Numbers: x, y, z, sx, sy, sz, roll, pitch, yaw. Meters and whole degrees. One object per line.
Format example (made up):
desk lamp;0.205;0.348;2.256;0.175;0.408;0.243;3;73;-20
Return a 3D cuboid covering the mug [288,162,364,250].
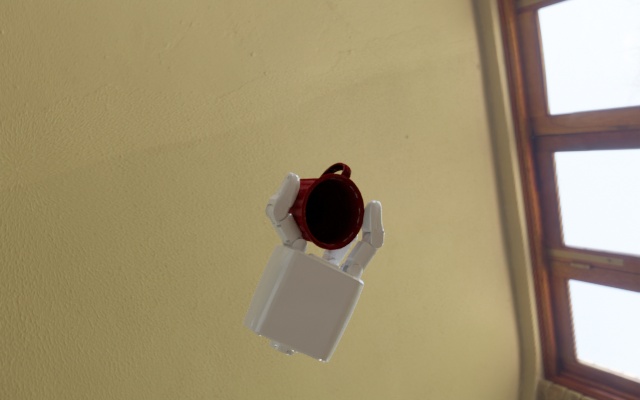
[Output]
mug;0.001;0.001;0.612;0.093;0.117;0.081;33;-16;-29
